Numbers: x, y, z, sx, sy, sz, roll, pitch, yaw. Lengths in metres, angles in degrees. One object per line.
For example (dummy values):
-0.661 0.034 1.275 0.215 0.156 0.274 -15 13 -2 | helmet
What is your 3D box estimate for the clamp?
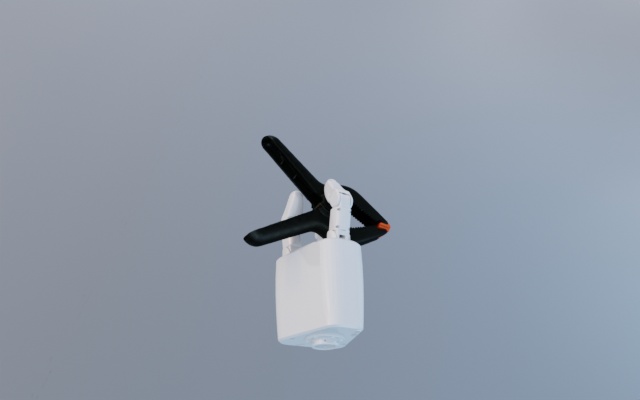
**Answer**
0.001 0.002 0.642 0.210 0.164 0.036 14 -33 -26 | clamp
